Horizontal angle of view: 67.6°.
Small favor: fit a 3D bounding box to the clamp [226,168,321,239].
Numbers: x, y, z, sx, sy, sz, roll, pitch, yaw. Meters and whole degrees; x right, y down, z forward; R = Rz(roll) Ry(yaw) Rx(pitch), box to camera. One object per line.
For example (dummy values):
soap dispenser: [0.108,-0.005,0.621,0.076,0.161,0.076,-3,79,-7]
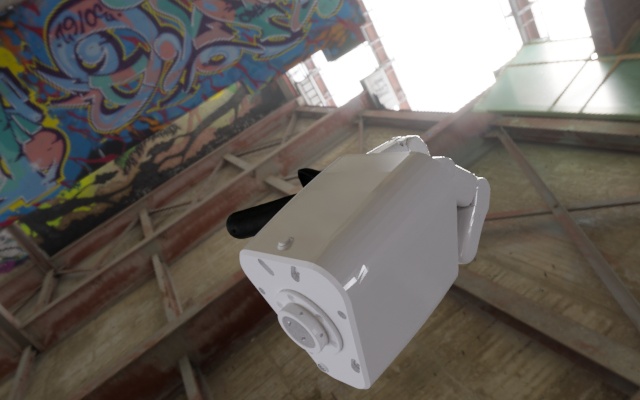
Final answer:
clamp: [0.000,0.002,0.408,0.171,0.039,0.120,-2,31,50]
